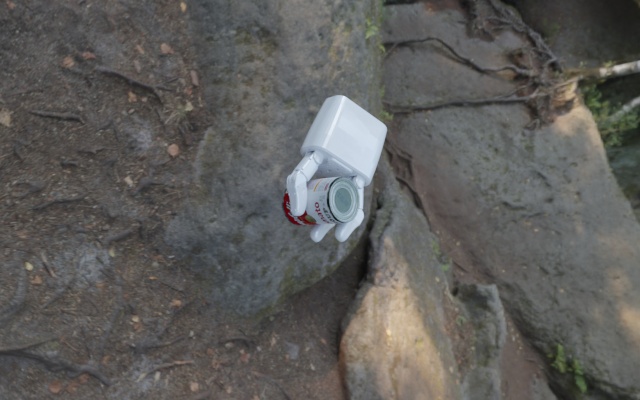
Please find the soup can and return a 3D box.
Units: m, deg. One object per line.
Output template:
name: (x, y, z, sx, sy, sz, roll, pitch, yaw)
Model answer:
soup can: (0.000, 0.003, 0.712, 0.068, 0.068, 0.102, 0, -4, -44)
